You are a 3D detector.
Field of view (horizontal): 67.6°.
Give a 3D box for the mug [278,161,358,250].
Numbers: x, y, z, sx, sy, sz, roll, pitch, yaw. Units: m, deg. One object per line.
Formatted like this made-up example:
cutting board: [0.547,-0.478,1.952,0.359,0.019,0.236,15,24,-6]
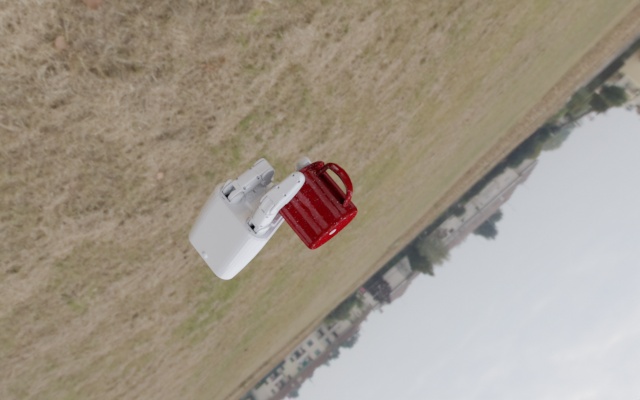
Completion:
mug: [0.001,0.001,0.610,0.093,0.081,0.117,-26,-17,-51]
